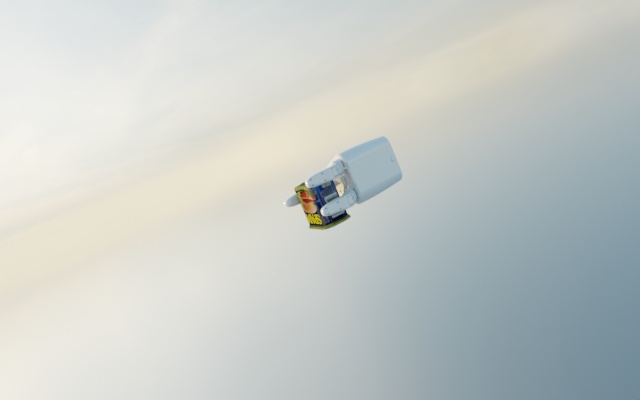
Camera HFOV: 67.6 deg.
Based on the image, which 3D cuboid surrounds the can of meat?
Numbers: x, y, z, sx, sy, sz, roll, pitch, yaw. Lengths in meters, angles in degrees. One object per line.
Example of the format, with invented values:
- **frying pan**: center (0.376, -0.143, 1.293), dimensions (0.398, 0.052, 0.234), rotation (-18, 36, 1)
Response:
- **can of meat**: center (0.000, 0.003, 0.861), dimensions (0.057, 0.084, 0.102), rotation (-26, 8, -20)
